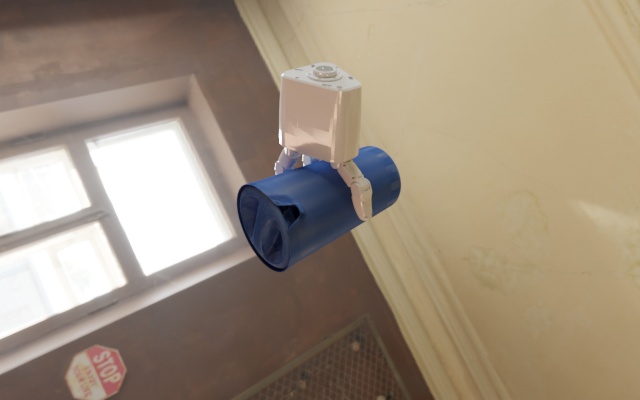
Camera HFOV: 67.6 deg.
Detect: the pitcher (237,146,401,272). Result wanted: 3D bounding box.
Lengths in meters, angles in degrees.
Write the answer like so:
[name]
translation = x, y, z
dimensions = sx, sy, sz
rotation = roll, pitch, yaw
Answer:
[pitcher]
translation = 0.000, 0.002, 0.737
dimensions = 0.243, 0.145, 0.149
rotation = -24, 41, -33
